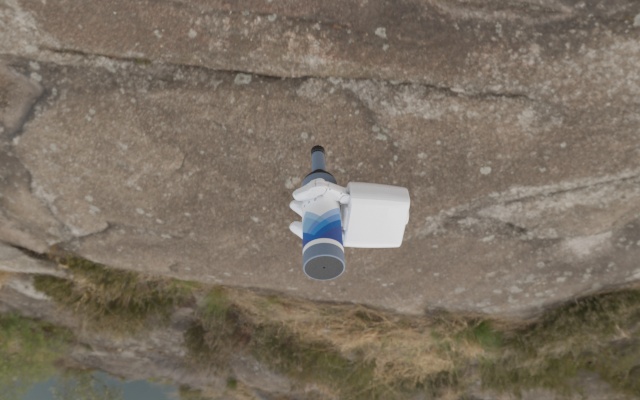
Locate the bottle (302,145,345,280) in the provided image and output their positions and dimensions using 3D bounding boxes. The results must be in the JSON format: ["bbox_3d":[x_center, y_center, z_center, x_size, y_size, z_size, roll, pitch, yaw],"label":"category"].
[{"bbox_3d":[0.000,0.003,0.853,0.069,0.069,0.295,-2,45,-2],"label":"bottle"}]
